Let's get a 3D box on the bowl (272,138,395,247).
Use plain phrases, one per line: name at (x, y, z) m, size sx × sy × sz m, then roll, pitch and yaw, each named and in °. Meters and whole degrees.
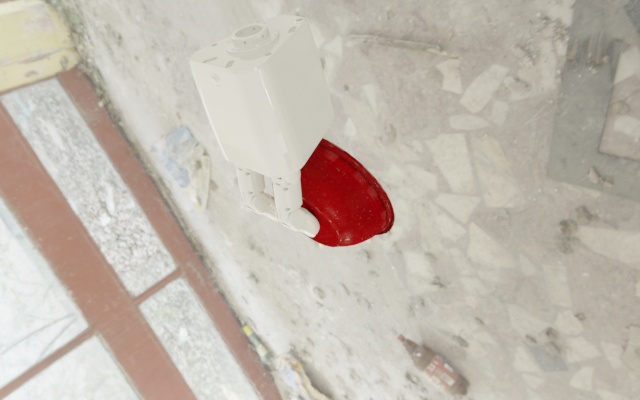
bowl at (0.000, 0.003, 0.534) m, size 0.162 × 0.055 × 0.162 m, roll 32°, pitch -24°, yaw 16°
